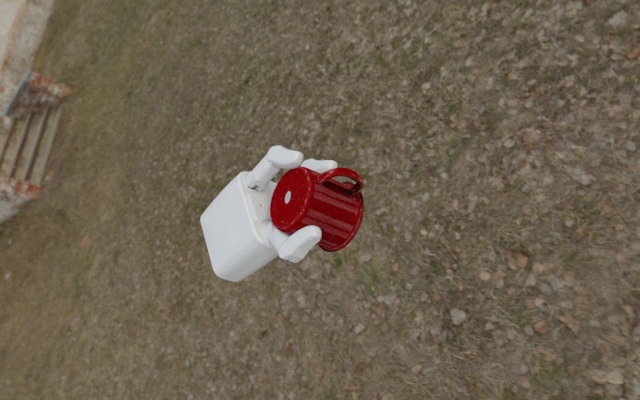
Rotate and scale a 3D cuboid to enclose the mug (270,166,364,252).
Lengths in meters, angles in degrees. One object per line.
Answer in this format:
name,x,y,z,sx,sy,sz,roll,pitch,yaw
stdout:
mug,0.001,0.001,0.575,0.081,0.093,0.117,22,-48,-36
